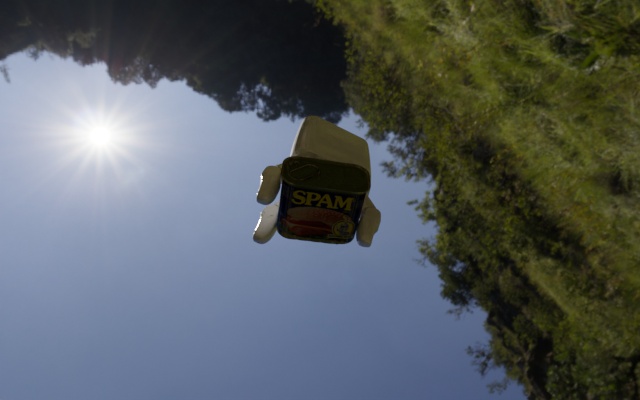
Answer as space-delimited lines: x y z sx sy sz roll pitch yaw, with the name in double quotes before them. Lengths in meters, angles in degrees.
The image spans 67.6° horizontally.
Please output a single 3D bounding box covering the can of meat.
"can of meat" 0.000 0.002 0.563 0.102 0.084 0.057 8 37 -5
